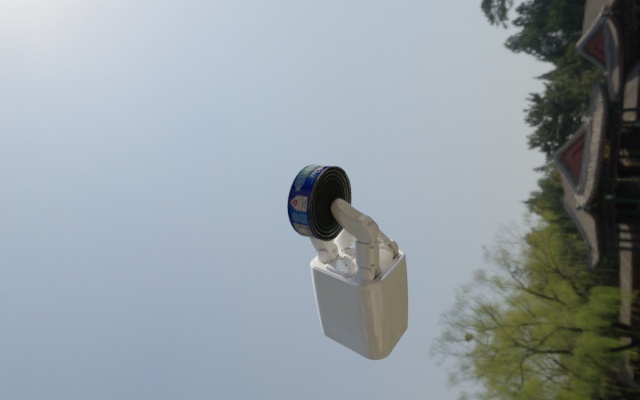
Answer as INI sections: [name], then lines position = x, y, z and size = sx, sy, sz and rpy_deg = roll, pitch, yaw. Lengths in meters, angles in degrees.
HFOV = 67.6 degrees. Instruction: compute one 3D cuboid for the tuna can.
[tuna can]
position = 0.000, 0.002, 0.546
size = 0.034, 0.086, 0.086
rpy_deg = 9, 5, 33
